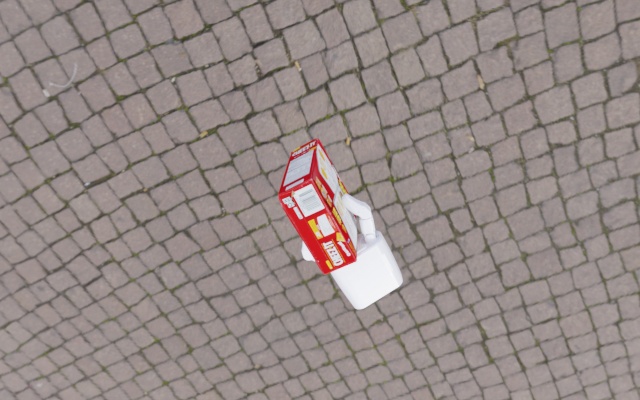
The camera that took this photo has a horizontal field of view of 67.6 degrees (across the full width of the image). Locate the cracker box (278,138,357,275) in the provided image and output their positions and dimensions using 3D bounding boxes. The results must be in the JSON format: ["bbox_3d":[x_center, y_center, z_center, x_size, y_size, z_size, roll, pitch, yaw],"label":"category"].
[{"bbox_3d":[0.000,0.003,0.847,0.072,0.164,0.213,-25,21,13],"label":"cracker box"}]
